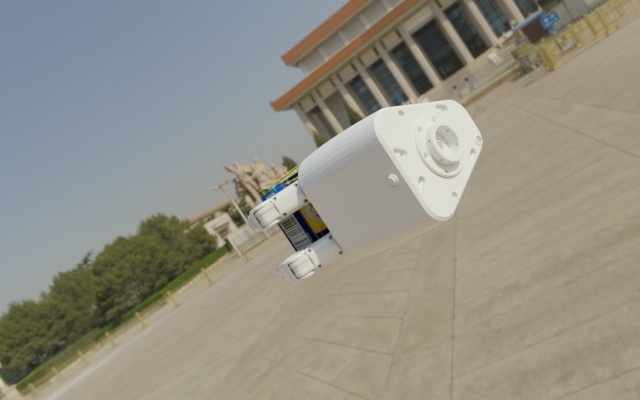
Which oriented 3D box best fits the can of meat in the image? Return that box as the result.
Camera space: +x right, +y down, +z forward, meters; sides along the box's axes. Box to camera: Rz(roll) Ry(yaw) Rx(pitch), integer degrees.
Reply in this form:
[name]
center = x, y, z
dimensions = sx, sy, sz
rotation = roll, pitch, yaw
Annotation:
[can of meat]
center = 0.000, 0.001, 0.478
dimensions = 0.102, 0.084, 0.057
rotation = -35, 3, -34
